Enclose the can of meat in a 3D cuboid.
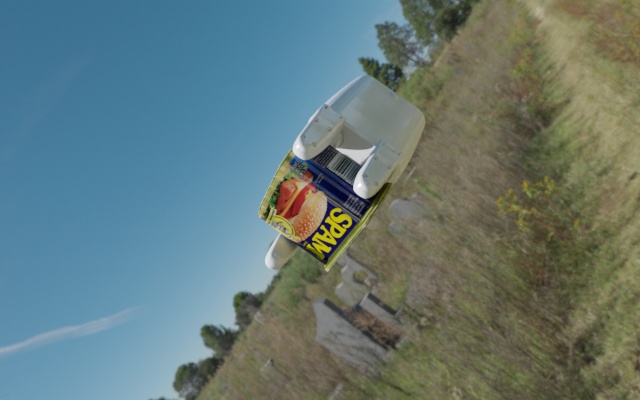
[{"bbox_3d":[0.000,0.001,0.416,0.084,0.057,0.102,36,-42,2],"label":"can of meat"}]
